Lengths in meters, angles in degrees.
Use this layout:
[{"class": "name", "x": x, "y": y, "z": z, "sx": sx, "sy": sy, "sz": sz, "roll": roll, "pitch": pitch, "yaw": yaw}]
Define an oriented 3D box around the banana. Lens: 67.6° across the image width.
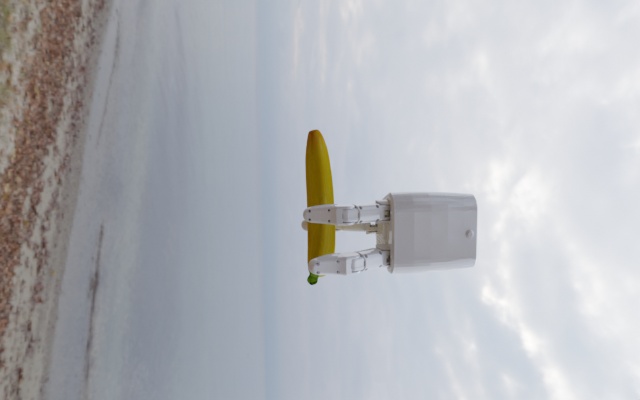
[{"class": "banana", "x": 0.000, "y": 0.011, "z": 0.605, "sx": 0.037, "sy": 0.197, "sz": 0.070, "roll": -2, "pitch": -18, "yaw": -1}]
